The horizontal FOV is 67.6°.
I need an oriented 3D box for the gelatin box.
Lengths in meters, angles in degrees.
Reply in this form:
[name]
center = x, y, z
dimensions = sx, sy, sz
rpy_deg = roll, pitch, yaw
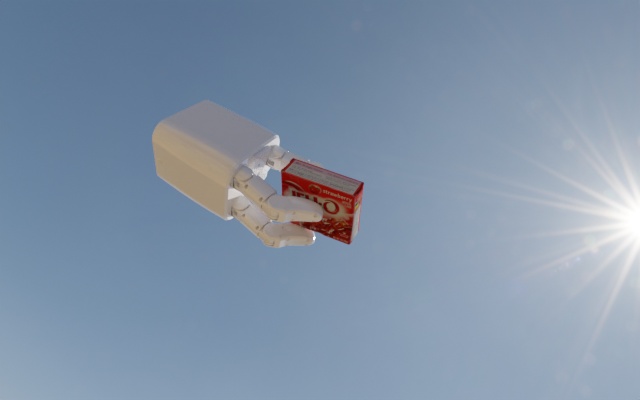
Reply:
[gelatin box]
center = 0.001, 0.002, 0.526
dimensions = 0.089, 0.073, 0.030
rpy_deg = 20, 45, 18
